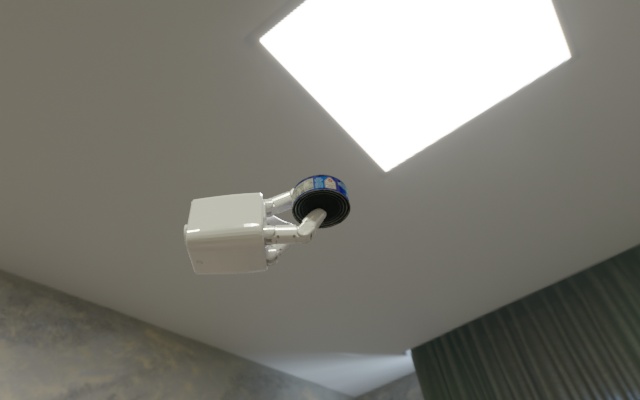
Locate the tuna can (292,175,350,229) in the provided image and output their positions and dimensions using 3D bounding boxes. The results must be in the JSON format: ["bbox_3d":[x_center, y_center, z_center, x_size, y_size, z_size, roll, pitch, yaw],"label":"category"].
[{"bbox_3d":[0.000,0.002,0.708,0.086,0.033,0.086,-3,-42,-3],"label":"tuna can"}]
